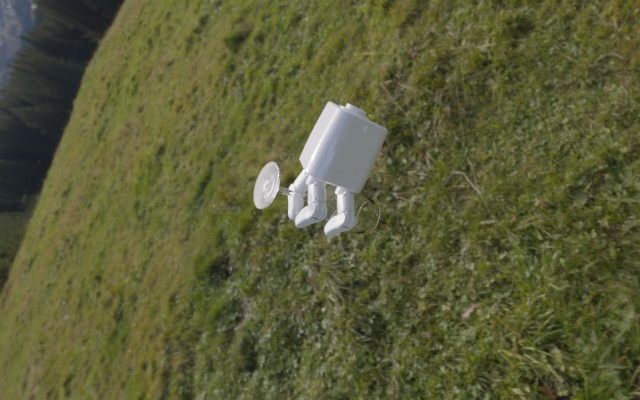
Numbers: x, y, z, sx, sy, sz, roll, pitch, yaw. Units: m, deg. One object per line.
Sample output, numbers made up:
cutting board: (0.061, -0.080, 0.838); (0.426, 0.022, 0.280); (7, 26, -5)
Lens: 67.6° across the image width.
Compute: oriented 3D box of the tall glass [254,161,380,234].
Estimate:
tall glass: (-0.001, 0.002, 0.757); (0.201, 0.079, 0.079); (18, -10, -32)
